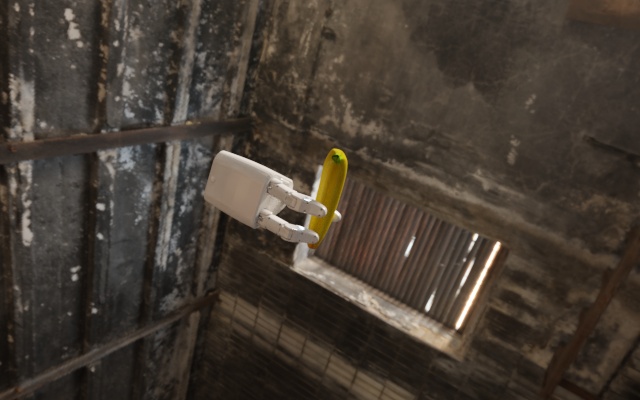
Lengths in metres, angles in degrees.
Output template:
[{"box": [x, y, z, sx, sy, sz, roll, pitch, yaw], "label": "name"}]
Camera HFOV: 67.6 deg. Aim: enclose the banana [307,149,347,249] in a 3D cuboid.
[{"box": [0.009, -0.010, 0.753, 0.037, 0.198, 0.069, 25, 42, 14], "label": "banana"}]
